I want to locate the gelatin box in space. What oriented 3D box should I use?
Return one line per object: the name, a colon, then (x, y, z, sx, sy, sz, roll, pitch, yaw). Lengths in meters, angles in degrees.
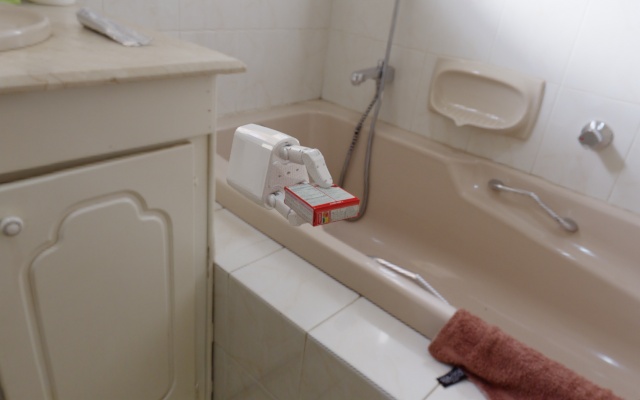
gelatin box: (0.000, 0.002, 0.668, 0.073, 0.030, 0.089, -11, 26, -30)
